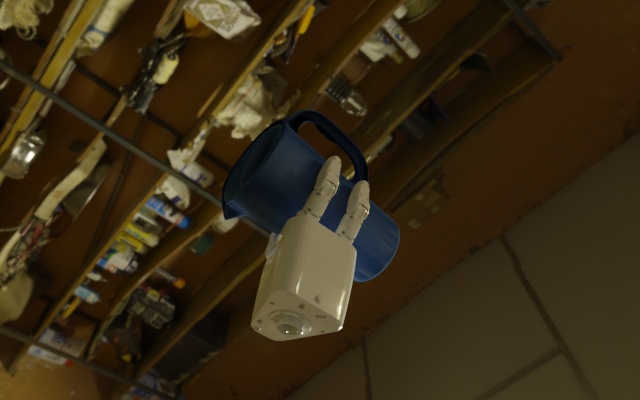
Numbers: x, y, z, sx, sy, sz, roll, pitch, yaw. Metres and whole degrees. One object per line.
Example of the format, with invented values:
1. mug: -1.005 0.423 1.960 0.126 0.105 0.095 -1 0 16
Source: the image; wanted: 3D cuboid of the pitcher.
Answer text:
1. pitcher: 0.000 0.002 0.665 0.243 0.145 0.149 37 -47 -23
